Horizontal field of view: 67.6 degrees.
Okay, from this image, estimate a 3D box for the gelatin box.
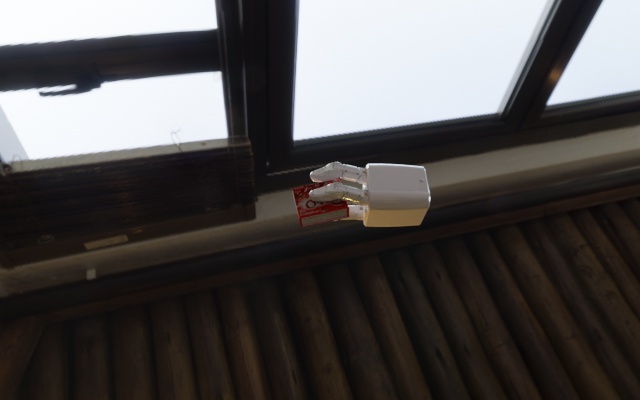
[{"bbox_3d":[0.000,0.003,0.845,0.089,0.073,0.030,-12,-40,-5],"label":"gelatin box"}]
